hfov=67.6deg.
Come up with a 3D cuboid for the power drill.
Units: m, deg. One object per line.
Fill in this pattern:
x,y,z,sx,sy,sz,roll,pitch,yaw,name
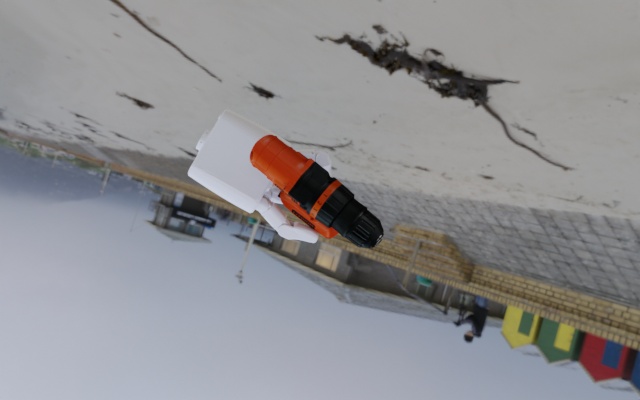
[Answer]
0.000,0.002,0.619,0.184,0.057,0.188,40,-8,9,power drill
